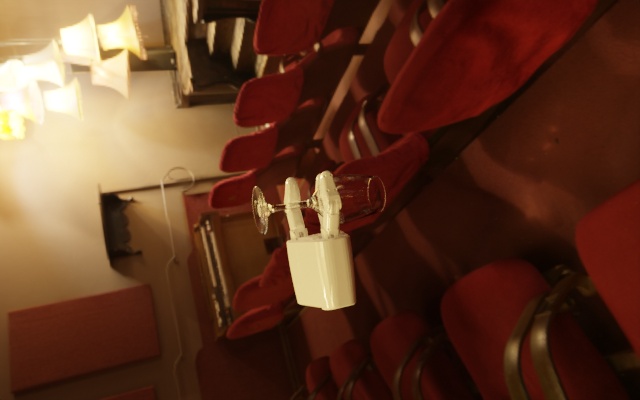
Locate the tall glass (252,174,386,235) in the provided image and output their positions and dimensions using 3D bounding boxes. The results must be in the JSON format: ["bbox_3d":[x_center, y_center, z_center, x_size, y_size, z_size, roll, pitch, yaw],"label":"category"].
[{"bbox_3d":[-0.001,0.002,0.748,0.201,0.079,0.079,-8,3,-21],"label":"tall glass"}]
